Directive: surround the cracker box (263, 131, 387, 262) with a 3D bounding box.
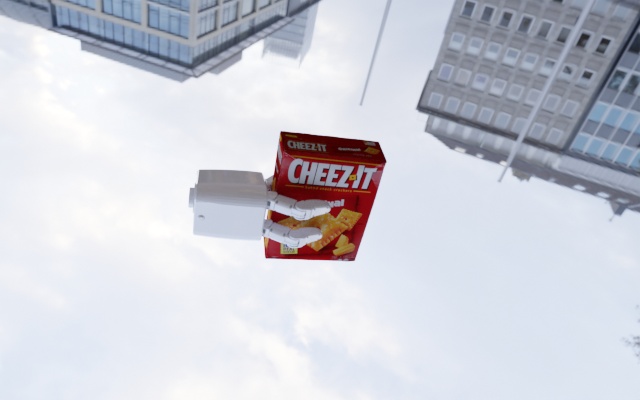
[{"bbox_3d":[0.000,0.003,0.786,0.164,0.214,0.072,4,36,-14],"label":"cracker box"}]
